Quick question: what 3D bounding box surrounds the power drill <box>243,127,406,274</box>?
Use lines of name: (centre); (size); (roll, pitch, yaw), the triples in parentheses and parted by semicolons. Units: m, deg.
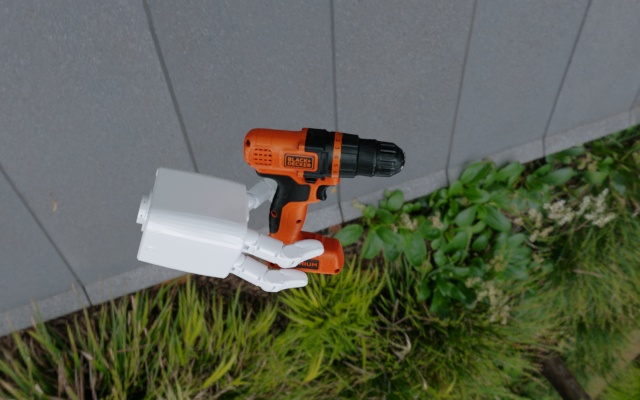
power drill: (0.000, 0.002, 0.583); (0.184, 0.188, 0.057); (7, 32, 3)
